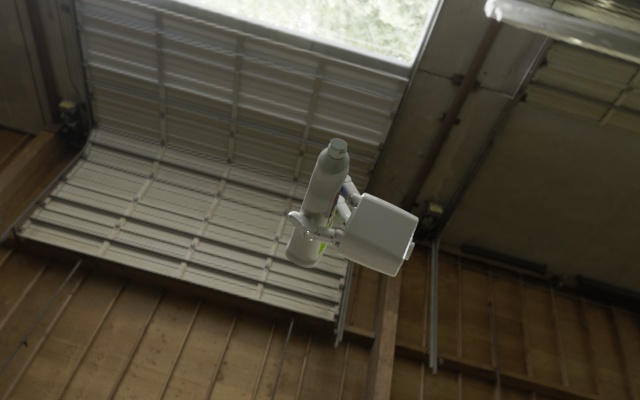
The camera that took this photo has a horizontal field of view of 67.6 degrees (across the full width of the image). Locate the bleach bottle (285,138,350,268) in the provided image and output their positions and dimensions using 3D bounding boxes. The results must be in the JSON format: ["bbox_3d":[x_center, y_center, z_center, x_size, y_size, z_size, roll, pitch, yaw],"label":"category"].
[{"bbox_3d":[0.000,0.003,0.832,0.068,0.251,0.102,23,44,7],"label":"bleach bottle"}]
